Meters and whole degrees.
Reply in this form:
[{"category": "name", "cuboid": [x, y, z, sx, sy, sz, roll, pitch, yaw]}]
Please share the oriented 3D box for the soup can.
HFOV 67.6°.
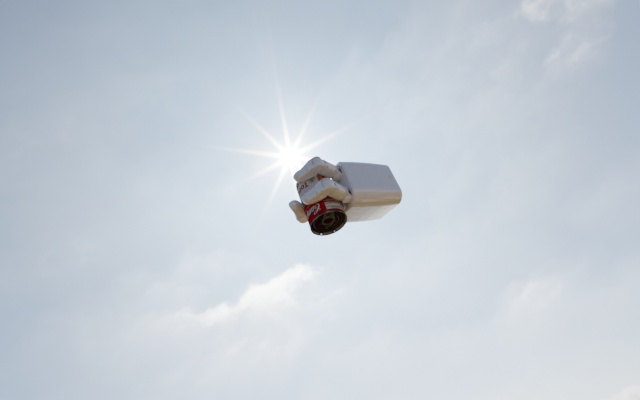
[{"category": "soup can", "cuboid": [0.000, 0.003, 0.858, 0.068, 0.102, 0.069, -13, -38, -11]}]
